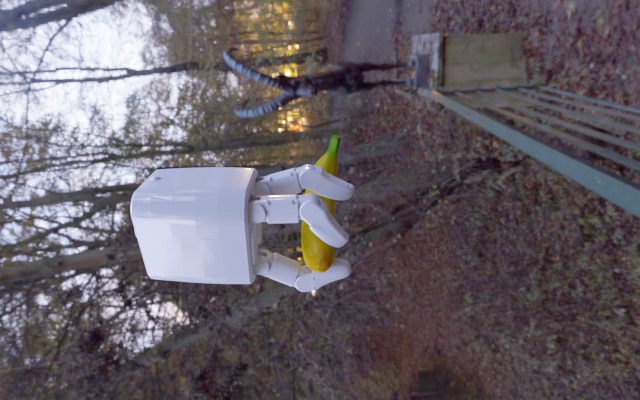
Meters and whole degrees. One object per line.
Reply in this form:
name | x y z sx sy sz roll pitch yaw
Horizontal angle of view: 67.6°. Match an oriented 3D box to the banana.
banana | -0.001 0.012 0.530 0.037 0.197 0.070 6 -44 -1
